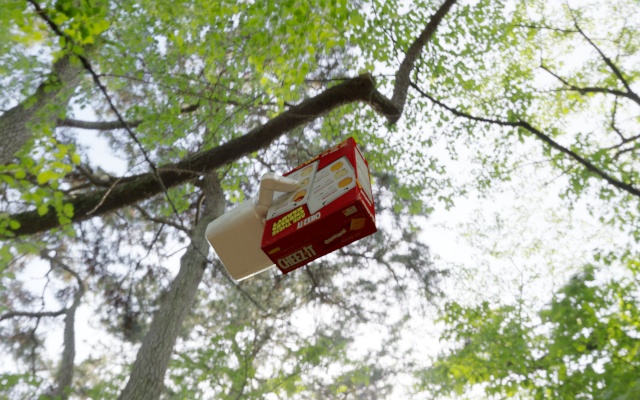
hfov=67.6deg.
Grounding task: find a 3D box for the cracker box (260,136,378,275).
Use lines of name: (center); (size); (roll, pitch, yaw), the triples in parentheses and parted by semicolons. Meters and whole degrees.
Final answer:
cracker box: (0.000, 0.002, 0.766); (0.164, 0.072, 0.213); (-27, 27, 17)
